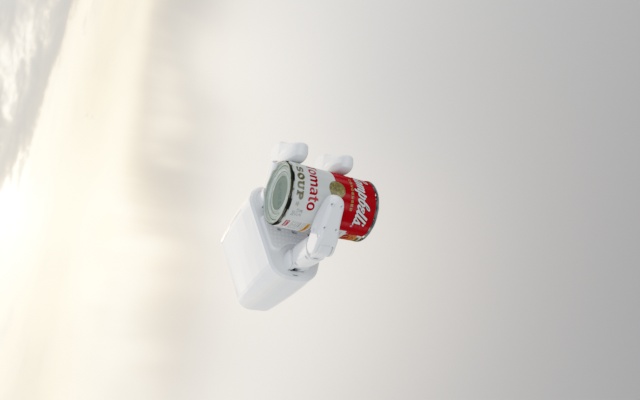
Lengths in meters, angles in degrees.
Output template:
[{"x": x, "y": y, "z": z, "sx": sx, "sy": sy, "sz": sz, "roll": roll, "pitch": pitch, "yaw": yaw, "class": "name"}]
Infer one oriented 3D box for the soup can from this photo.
[{"x": 0.000, "y": 0.001, "z": 0.495, "sx": 0.102, "sy": 0.068, "sz": 0.068, "roll": 13, "pitch": -6, "yaw": -27, "class": "soup can"}]
